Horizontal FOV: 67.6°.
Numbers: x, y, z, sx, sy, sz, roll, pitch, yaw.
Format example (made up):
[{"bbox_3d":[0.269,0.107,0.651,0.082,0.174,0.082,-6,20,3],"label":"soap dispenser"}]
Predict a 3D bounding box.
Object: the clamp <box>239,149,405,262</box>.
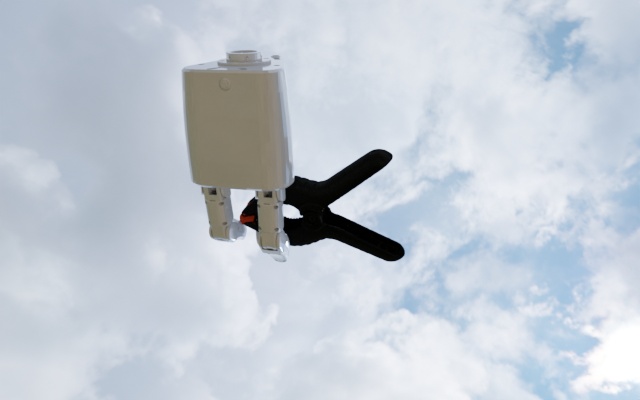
[{"bbox_3d":[0.000,0.001,0.475,0.171,0.120,0.039,4,25,11],"label":"clamp"}]
